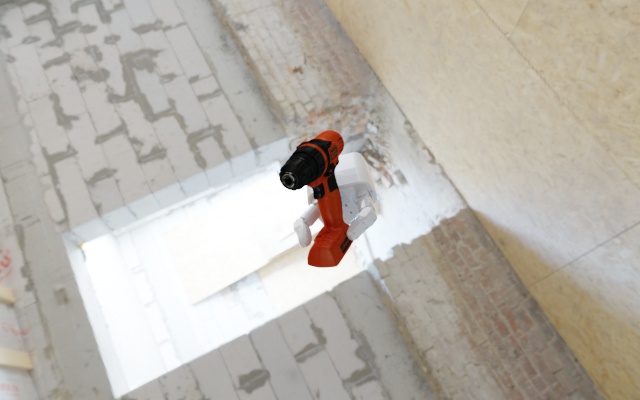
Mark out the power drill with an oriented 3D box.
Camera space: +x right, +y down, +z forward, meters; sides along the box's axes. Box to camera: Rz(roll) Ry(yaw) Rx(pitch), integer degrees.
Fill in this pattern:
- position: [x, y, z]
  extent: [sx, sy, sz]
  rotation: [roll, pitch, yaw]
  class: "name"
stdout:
- position: [0.000, 0.003, 0.713]
  extent: [0.057, 0.188, 0.184]
  rotation: [2, 24, 23]
  class: "power drill"
